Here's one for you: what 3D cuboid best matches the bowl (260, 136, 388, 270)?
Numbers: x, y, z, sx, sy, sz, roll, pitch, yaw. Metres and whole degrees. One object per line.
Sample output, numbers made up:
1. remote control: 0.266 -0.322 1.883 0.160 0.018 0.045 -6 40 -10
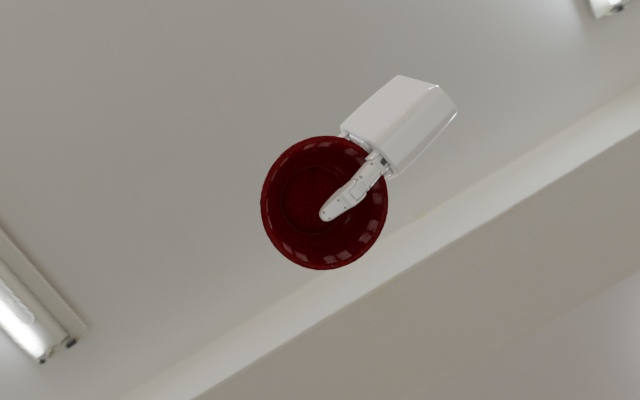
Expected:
1. bowl: -0.001 0.003 0.592 0.162 0.162 0.055 0 4 -19
